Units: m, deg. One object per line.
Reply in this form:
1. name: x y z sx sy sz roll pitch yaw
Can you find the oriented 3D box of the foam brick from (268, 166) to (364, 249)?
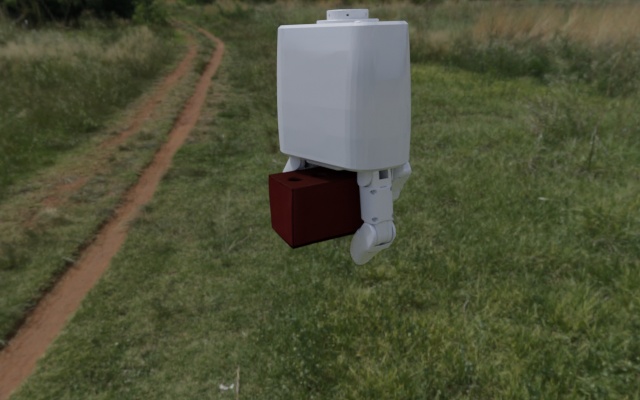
1. foam brick: 0.000 0.002 0.409 0.078 0.051 0.053 -12 22 -25
